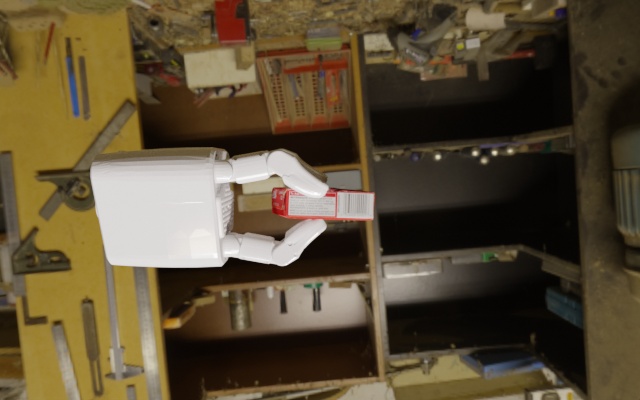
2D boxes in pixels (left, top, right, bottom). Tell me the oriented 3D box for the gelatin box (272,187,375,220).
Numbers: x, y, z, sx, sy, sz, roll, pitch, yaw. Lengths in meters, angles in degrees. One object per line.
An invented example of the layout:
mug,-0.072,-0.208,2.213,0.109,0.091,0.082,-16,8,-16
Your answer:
gelatin box,0.000,0.002,0.476,0.089,0.030,0.073,2,2,-14
